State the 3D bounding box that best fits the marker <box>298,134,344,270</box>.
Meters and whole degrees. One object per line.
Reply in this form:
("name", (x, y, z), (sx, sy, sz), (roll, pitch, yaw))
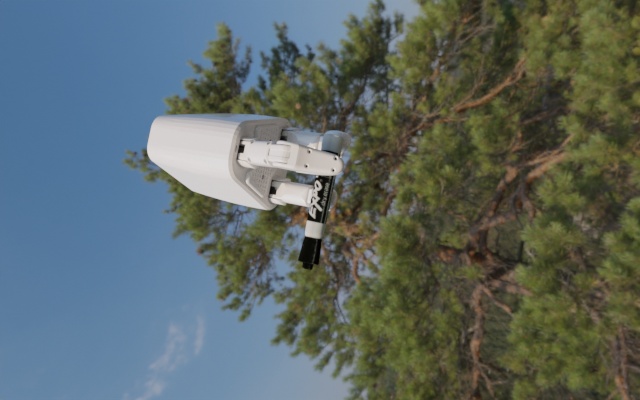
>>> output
("marker", (0.000, 0.001, 0.426), (0.020, 0.121, 0.020), (11, -3, 1))
